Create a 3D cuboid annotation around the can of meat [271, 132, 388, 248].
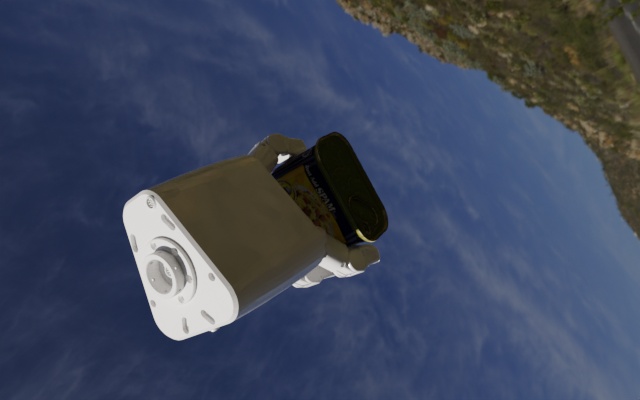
[{"bbox_3d":[0.000,0.001,0.445,0.084,0.102,0.057,-26,5,35],"label":"can of meat"}]
